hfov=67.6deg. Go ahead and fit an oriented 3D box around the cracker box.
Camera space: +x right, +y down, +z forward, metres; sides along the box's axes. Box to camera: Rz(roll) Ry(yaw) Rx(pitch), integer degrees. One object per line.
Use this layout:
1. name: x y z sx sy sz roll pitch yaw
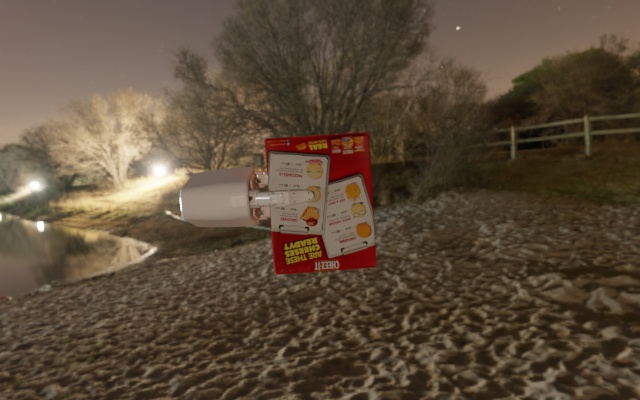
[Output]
1. cracker box: 0.000 0.002 0.769 0.164 0.214 0.072 -4 5 -1
